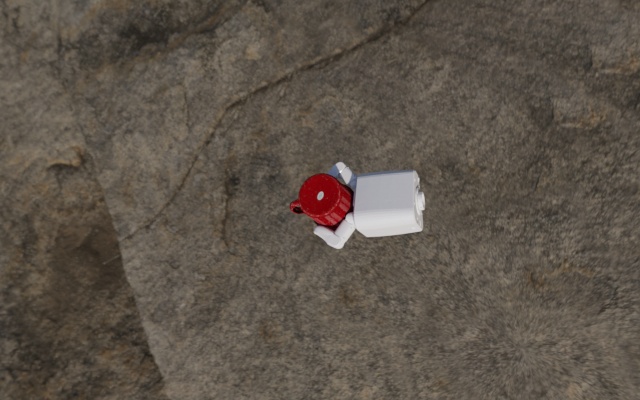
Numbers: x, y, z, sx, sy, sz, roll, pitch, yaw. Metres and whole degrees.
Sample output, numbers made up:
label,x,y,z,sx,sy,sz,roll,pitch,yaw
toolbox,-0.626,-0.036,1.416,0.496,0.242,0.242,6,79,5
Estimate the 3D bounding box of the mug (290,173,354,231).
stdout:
label,x,y,z,sx,sy,sz,roll,pitch,yaw
mug,-0.001,0.003,0.858,0.117,0.093,0.081,-9,-19,19
